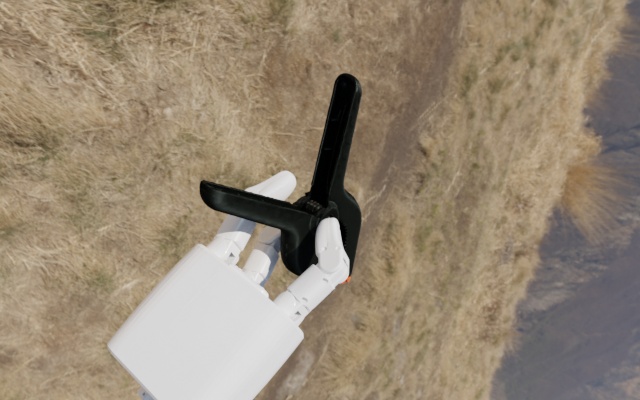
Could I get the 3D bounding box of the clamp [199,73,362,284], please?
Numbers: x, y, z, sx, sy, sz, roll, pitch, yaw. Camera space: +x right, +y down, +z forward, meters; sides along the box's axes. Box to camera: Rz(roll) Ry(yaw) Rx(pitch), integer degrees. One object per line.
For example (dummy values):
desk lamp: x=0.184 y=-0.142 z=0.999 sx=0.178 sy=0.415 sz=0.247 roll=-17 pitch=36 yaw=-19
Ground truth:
clamp: x=0.001 y=0.002 z=0.437 sx=0.036 sy=0.164 sz=0.210 roll=31 pitch=-21 yaw=39
